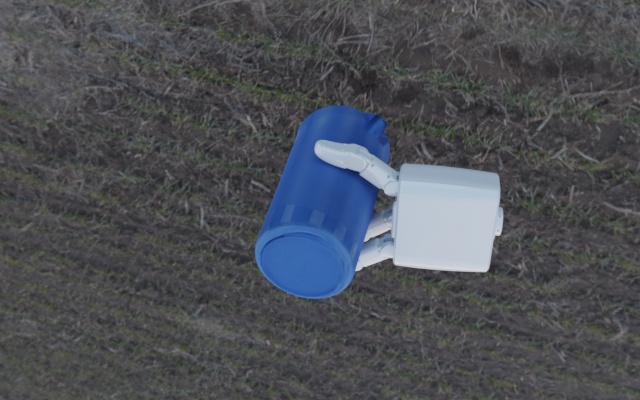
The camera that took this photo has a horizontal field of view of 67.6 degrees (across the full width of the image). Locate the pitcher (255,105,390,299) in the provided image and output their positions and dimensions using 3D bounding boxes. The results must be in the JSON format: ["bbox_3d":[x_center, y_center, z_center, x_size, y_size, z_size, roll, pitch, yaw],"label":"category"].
[{"bbox_3d":[0.000,0.002,0.588,0.145,0.149,0.242,6,39,11],"label":"pitcher"}]
